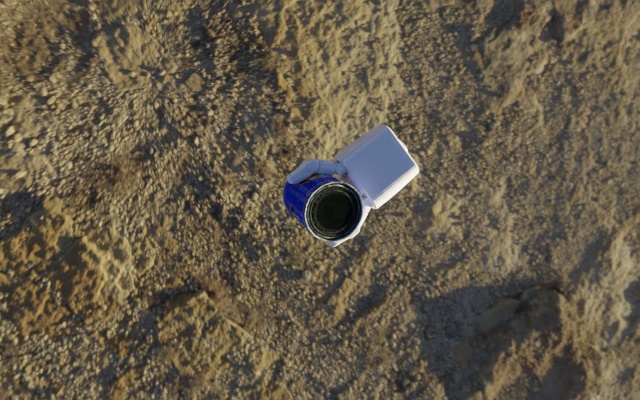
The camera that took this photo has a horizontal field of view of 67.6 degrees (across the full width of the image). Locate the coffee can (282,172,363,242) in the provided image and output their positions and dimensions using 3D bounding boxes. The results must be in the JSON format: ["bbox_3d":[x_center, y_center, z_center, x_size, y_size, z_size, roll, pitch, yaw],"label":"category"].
[{"bbox_3d":[0.000,0.003,0.837,0.103,0.103,0.140,0,14,-20],"label":"coffee can"}]
